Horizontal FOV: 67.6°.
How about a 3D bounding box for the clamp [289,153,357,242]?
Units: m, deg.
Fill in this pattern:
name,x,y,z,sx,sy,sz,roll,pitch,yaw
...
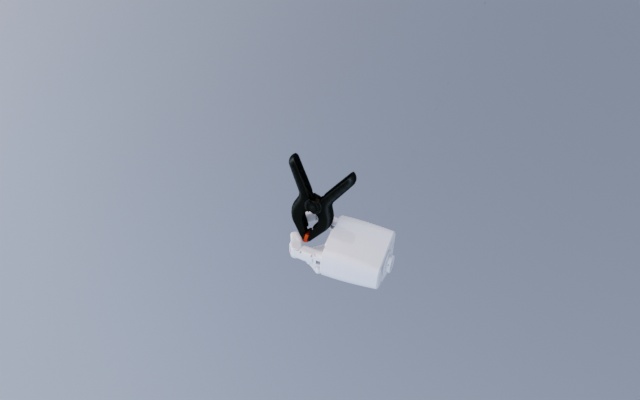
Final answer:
name,x,y,z,sx,sy,sz,roll,pitch,yaw
clamp,0.000,0.003,0.849,0.120,0.172,0.039,15,35,18
